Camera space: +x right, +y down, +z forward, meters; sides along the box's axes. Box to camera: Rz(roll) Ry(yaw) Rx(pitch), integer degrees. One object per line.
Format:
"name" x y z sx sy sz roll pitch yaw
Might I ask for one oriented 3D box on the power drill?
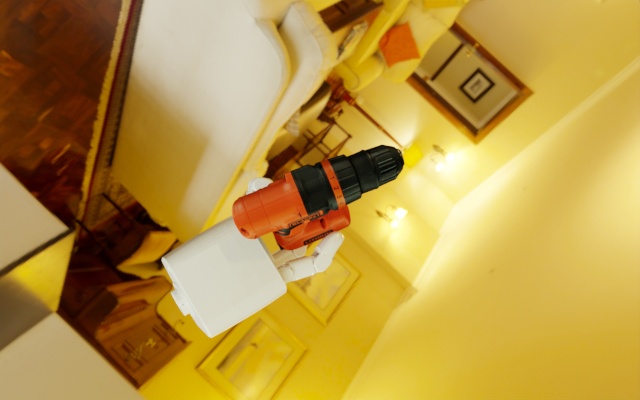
"power drill" 0.000 0.002 0.555 0.184 0.057 0.188 -20 -13 -3
